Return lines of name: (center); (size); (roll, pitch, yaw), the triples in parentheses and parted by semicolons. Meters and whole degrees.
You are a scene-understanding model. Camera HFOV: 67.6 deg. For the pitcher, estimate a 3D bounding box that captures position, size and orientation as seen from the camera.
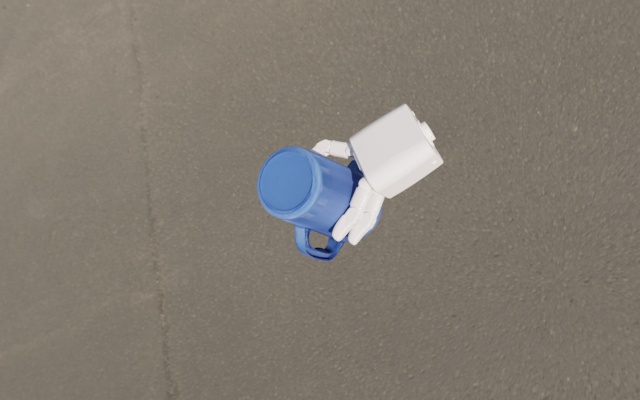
pitcher: (0.000, 0.002, 0.782); (0.145, 0.149, 0.243); (-32, -21, 18)
